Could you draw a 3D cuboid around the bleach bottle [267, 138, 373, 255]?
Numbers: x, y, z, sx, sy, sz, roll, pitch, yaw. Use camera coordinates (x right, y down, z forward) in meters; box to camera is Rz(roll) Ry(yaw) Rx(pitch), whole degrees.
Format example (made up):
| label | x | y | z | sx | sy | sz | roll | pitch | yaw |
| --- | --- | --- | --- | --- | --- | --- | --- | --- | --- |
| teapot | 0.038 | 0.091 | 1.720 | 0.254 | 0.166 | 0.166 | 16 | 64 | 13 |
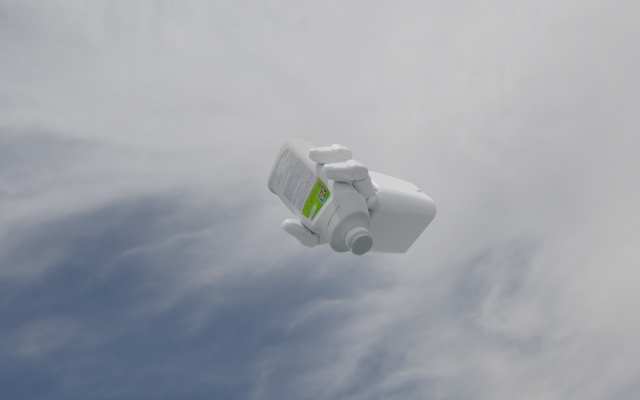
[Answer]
| label | x | y | z | sx | sy | sz | roll | pitch | yaw |
| --- | --- | --- | --- | --- | --- | --- | --- | --- | --- |
| bleach bottle | 0.000 | 0.002 | 0.666 | 0.068 | 0.102 | 0.250 | 11 | 23 | -29 |
